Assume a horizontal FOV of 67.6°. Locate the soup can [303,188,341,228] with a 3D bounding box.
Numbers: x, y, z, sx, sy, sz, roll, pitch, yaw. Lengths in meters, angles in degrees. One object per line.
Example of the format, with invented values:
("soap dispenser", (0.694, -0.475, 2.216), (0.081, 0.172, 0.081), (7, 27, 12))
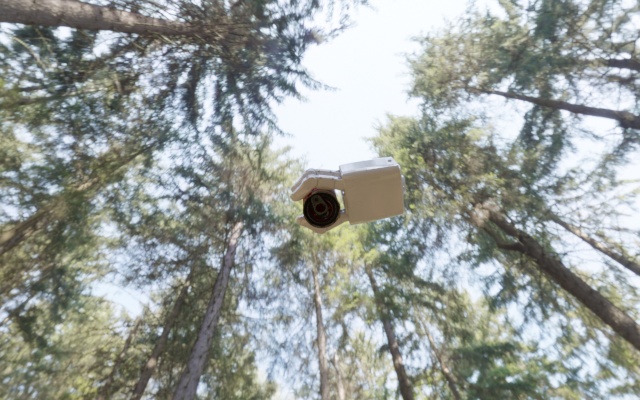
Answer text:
("soup can", (0.000, 0.003, 0.896), (0.068, 0.068, 0.102), (0, 17, -3))
